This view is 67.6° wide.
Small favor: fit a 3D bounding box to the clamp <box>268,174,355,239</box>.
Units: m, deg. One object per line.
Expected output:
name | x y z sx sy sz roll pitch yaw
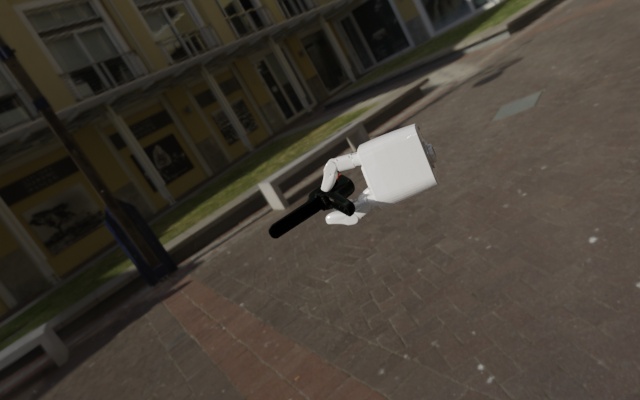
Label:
clamp | 0.000 0.002 0.874 0.164 0.036 0.210 -19 16 19
